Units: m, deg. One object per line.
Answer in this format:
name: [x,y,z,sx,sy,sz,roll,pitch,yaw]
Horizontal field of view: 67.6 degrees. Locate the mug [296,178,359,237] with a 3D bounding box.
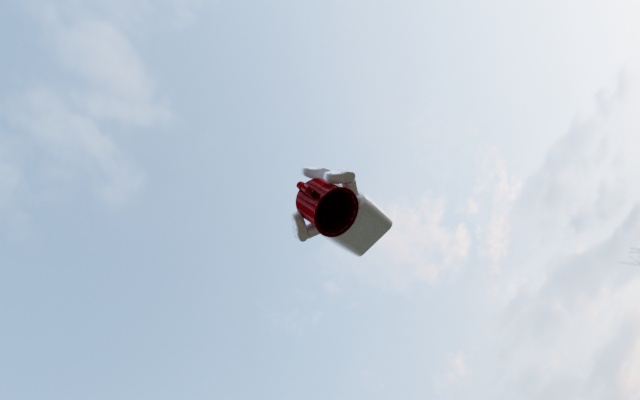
mug: [-0.001,0.002,0.850,0.117,0.093,0.081,37,-3,-38]
